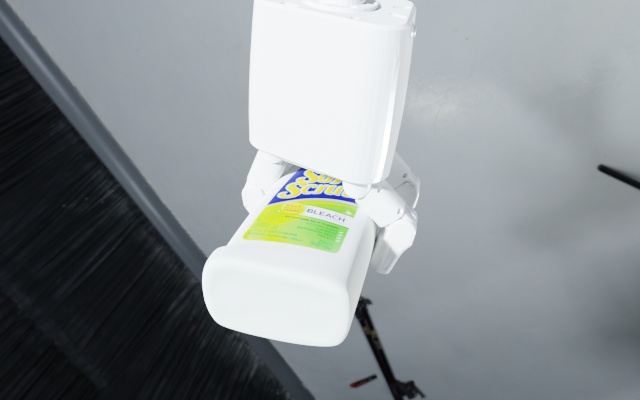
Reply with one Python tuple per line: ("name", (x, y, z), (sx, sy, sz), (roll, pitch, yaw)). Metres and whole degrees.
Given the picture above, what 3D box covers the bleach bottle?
("bleach bottle", (0.000, 0.001, 0.401), (0.102, 0.068, 0.250), (9, 34, 9))
